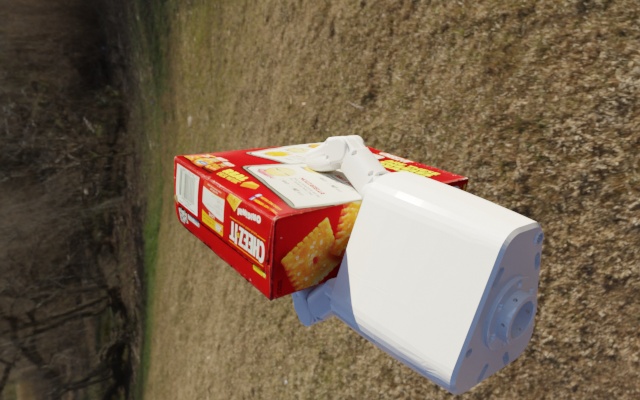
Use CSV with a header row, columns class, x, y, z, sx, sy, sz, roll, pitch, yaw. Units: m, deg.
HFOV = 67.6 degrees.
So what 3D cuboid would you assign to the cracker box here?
class,x,y,z,sx,sy,sz,roll,pitch,yaw
cracker box,0.000,0.001,0.436,0.213,0.072,0.164,-10,24,-38
